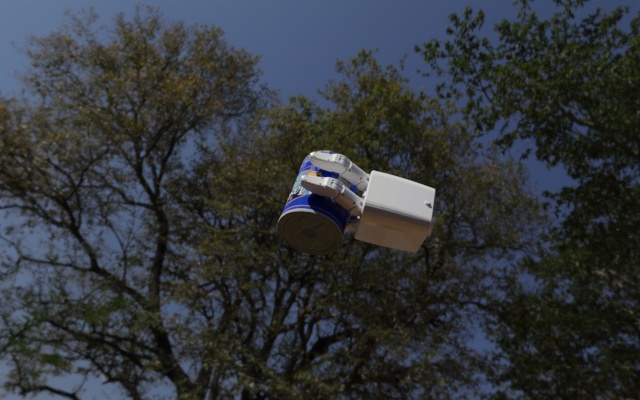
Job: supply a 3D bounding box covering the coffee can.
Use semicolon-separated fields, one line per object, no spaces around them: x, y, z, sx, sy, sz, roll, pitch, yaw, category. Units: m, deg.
0.000;0.003;0.773;0.103;0.140;0.103;11;-42;10;coffee can
